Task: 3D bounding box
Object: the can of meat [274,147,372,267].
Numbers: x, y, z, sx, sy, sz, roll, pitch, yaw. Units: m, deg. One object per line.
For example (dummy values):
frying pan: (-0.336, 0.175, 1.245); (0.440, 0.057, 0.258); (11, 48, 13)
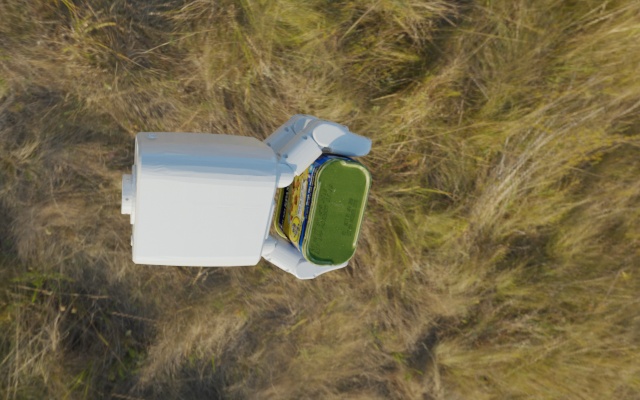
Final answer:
can of meat: (0.000, 0.002, 0.446); (0.057, 0.102, 0.084); (5, 13, -23)
